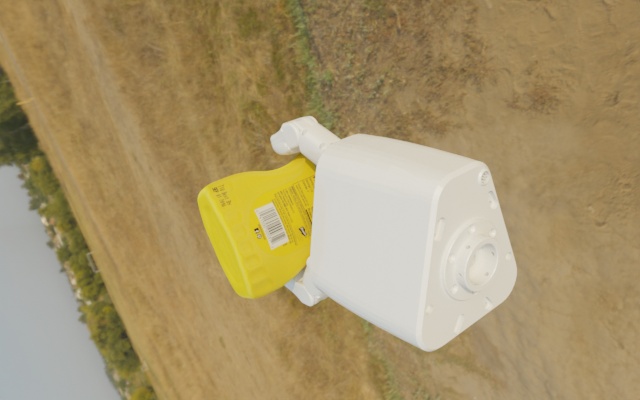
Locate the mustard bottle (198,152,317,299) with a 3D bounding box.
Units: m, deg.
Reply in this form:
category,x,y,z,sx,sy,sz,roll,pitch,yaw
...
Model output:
category,x,y,z,sx,sy,sz,roll,pitch,yaw
mustard bottle,0.000,0.001,0.413,0.191,0.096,0.058,-24,2,-29
